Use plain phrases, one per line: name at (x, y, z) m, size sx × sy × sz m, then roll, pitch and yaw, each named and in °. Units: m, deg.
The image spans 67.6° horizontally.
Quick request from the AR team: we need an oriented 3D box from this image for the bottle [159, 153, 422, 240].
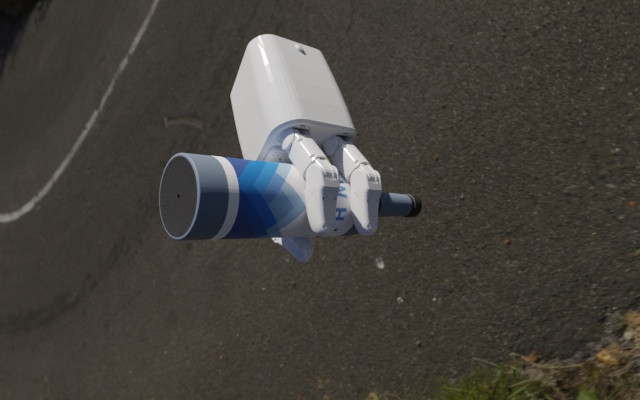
bottle at (0.000, 0.002, 0.460) m, size 0.296 × 0.069 × 0.069 m, roll 2°, pitch -2°, yaw -43°
